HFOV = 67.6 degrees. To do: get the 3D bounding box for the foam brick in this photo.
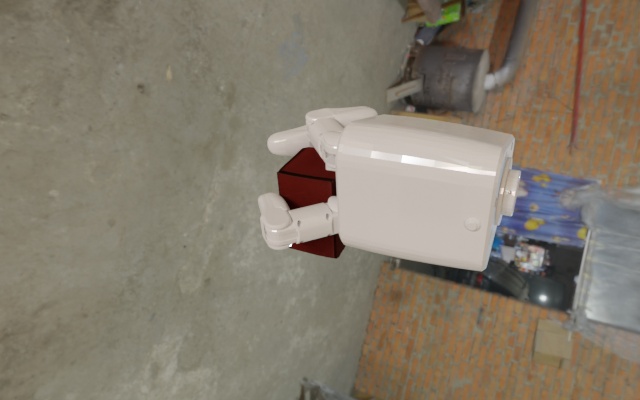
[{"bbox_3d":[0.000,0.002,0.409,0.051,0.078,0.053,11,35,22],"label":"foam brick"}]
